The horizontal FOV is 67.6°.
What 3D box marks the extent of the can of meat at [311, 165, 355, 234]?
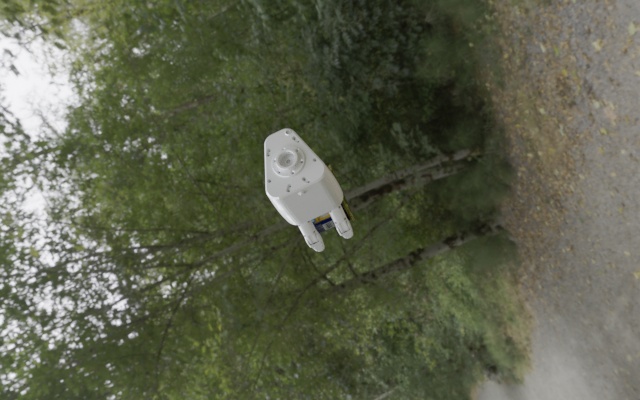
[{"bbox_3d":[0.000,0.003,0.819,0.084,0.102,0.057,-24,-22,4],"label":"can of meat"}]
